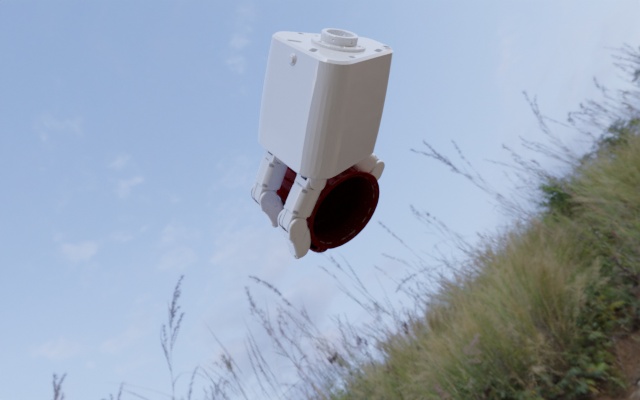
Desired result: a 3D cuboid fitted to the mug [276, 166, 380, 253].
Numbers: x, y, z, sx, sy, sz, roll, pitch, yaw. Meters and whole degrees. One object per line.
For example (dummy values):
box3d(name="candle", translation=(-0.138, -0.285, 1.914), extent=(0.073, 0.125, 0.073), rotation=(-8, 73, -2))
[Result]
box3d(name="mug", translation=(0.000, 0.003, 0.519), extent=(0.093, 0.117, 0.081), rotation=(-14, 39, -36))
